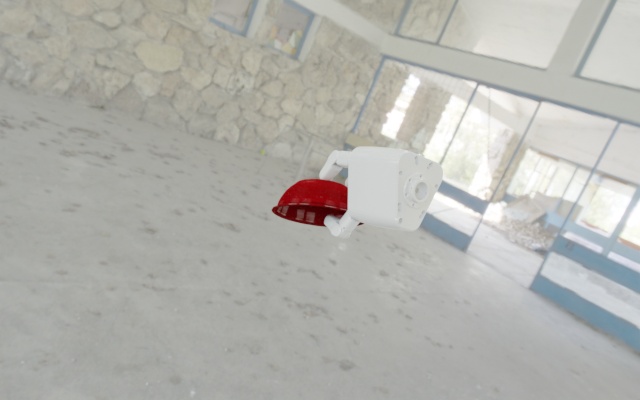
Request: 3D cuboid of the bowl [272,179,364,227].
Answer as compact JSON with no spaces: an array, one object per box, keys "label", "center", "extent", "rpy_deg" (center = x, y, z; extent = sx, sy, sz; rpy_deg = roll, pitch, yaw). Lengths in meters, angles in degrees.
[{"label":"bowl","center":[-0.001,0.002,0.817],"extent":[0.162,0.055,0.162],"rpy_deg":[6,-14,2]}]
